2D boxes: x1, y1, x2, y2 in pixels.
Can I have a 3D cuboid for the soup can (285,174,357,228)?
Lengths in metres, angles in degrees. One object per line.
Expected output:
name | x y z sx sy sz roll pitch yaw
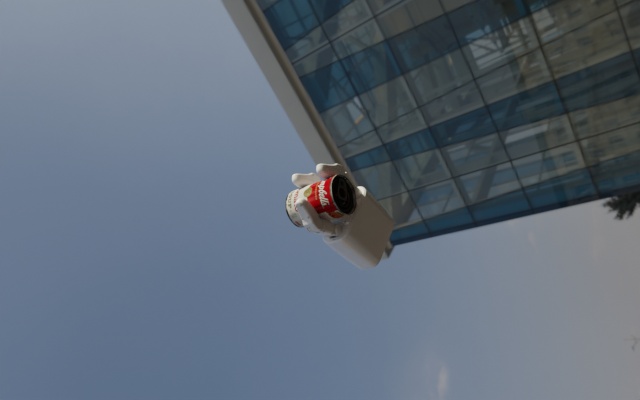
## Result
soup can | 0.000 0.002 0.797 0.102 0.068 0.068 -18 -11 37
